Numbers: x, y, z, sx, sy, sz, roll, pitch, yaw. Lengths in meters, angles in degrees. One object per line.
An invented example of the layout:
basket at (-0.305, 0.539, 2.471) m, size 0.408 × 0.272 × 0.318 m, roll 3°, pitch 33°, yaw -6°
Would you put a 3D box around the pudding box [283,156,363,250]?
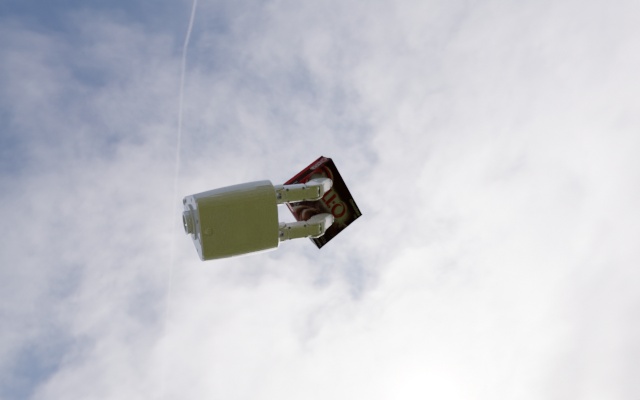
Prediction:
pudding box at (0.000, 0.002, 0.724) m, size 0.090 × 0.113 × 0.039 m, roll -37°, pitch 29°, yaw -13°
